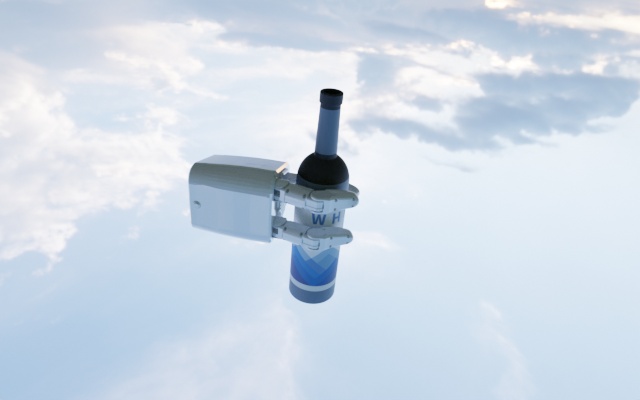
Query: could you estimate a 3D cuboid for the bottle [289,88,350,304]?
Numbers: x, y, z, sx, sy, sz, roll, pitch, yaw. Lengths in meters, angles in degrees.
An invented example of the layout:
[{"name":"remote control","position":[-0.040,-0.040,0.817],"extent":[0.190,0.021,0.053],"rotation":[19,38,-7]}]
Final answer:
[{"name":"bottle","position":[0.000,0.002,0.617],"extent":[0.069,0.296,0.069],"rotation":[4,31,-3]}]
